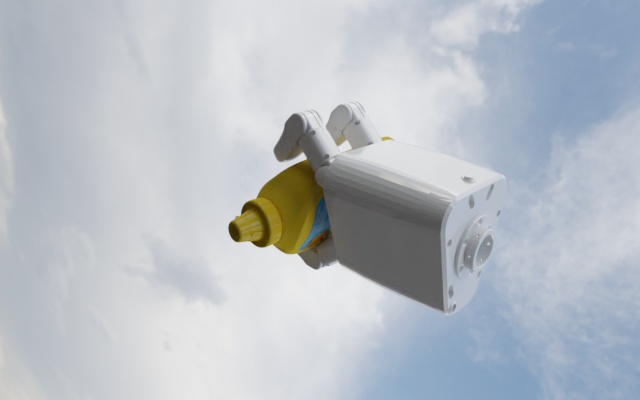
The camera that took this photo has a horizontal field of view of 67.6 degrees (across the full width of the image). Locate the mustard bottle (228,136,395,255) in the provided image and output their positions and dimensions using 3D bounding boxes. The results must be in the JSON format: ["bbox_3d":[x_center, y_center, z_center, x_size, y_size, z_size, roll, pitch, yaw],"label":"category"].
[{"bbox_3d":[0.000,0.001,0.438,0.191,0.096,0.058,-20,56,-41],"label":"mustard bottle"}]
